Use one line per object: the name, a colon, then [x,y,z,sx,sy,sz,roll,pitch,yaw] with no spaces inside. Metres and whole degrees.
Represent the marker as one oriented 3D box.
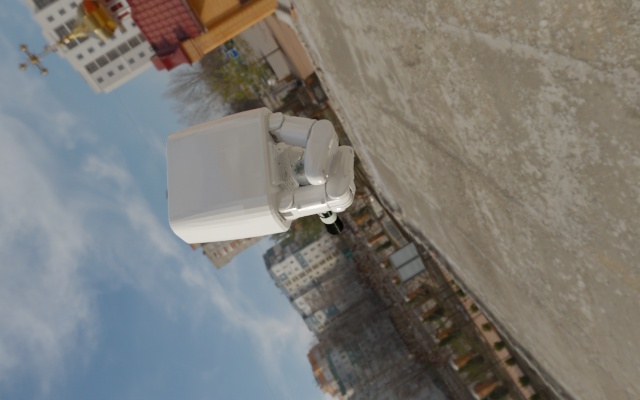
marker: [0.000,0.002,0.474,0.020,0.020,0.121,0,-30,20]
